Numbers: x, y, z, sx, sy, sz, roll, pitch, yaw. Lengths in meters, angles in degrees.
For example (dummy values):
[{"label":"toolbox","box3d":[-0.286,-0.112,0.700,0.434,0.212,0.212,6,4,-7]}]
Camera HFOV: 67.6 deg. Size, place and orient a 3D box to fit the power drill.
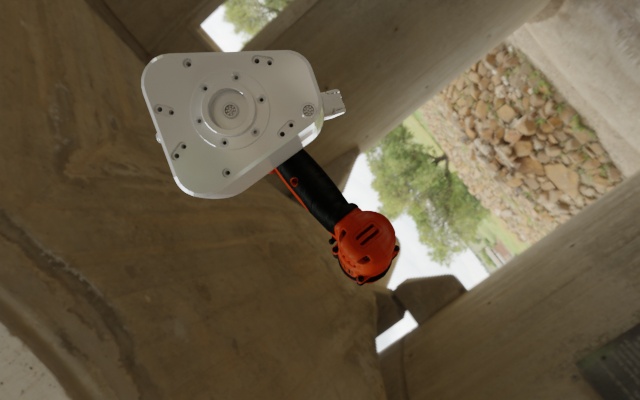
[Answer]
[{"label":"power drill","box3d":[0.000,0.001,0.468,0.057,0.187,0.184,-41,-14,-9]}]
